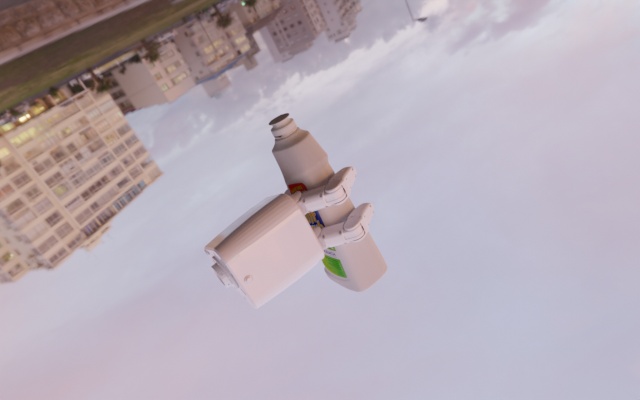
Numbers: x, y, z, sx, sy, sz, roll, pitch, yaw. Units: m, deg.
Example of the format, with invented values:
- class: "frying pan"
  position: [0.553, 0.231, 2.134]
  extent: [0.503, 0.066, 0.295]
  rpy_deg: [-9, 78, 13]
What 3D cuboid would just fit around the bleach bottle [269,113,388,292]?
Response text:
- class: "bleach bottle"
  position: [0.000, 0.002, 0.624]
  extent: [0.068, 0.251, 0.102]
  rpy_deg: [-37, 27, -19]
